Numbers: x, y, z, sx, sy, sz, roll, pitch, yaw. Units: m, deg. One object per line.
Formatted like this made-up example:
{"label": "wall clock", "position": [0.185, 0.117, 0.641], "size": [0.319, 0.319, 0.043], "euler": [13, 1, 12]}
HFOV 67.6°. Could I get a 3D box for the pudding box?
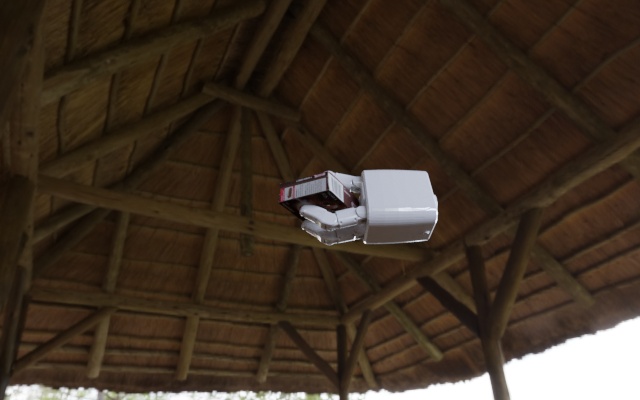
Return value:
{"label": "pudding box", "position": [0.000, 0.002, 0.754], "size": [0.090, 0.039, 0.113], "euler": [-14, -33, 25]}
